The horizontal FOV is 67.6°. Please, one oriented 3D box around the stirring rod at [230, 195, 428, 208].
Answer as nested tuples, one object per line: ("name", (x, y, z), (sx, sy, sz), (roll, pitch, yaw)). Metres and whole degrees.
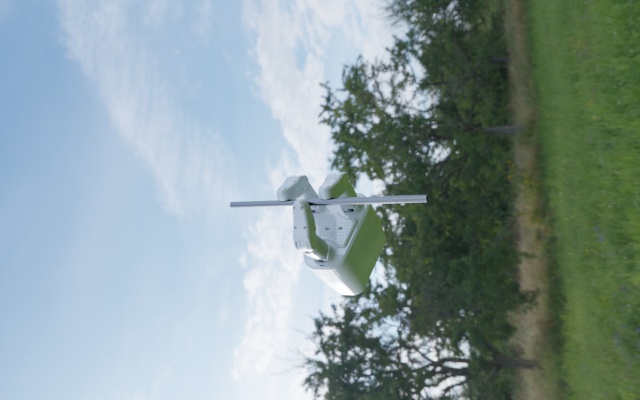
("stirring rod", (0.000, 0.002, 0.542), (0.239, 0.011, 0.011), (-2, -1, 24))
